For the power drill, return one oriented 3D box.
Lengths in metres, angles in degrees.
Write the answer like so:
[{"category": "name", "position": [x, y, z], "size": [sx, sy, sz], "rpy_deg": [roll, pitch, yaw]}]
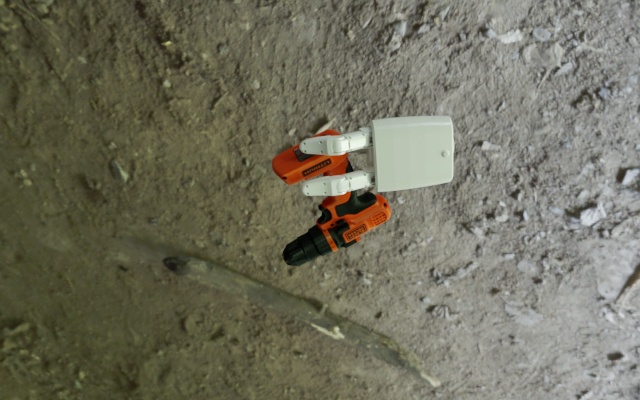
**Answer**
[{"category": "power drill", "position": [0.000, 0.002, 0.703], "size": [0.184, 0.188, 0.057], "rpy_deg": [-29, 41, -3]}]
